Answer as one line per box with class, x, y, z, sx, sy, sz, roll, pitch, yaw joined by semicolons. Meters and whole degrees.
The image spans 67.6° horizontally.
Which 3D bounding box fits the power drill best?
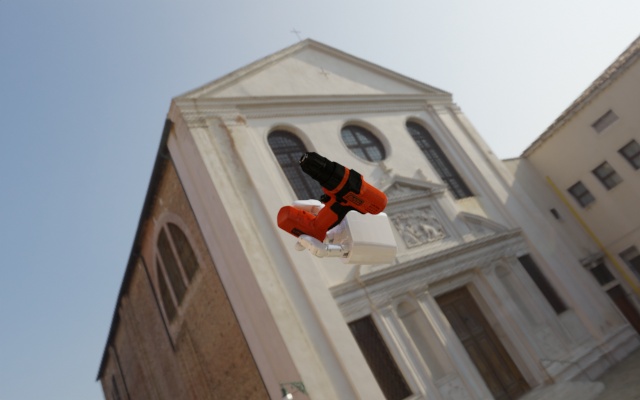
power drill;0.000;0.003;0.882;0.184;0.057;0.188;31;-45;-23
